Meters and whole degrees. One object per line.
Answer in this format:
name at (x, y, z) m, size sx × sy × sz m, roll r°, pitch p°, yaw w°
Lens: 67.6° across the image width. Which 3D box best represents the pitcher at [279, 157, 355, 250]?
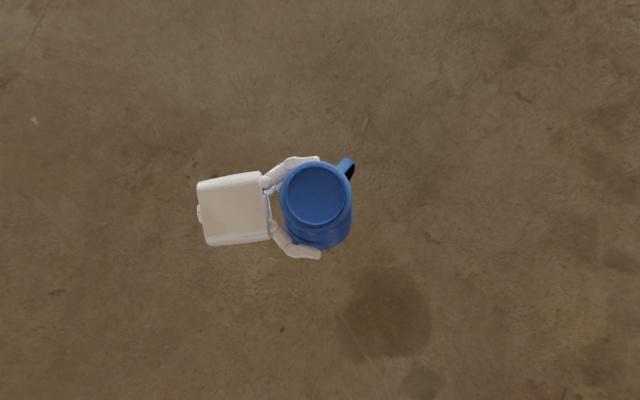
pitcher at (0.000, 0.003, 0.809) m, size 0.145 × 0.149 × 0.243 m, roll -8°, pitch -9°, yaw -1°
